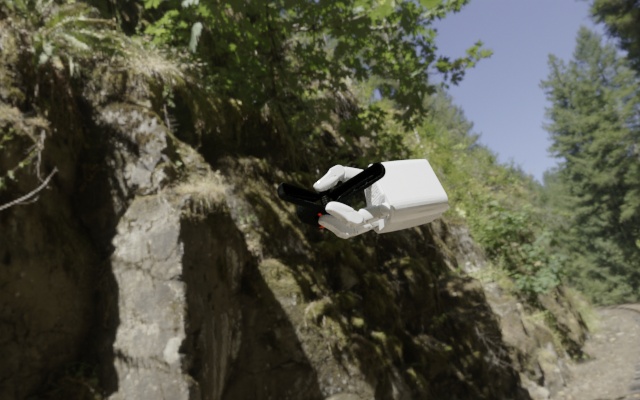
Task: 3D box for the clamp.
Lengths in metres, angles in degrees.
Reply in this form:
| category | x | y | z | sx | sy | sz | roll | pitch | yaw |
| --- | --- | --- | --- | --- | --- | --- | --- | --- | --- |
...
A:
| category | x | y | z | sx | sy | sz | roll | pitch | yaw |
| --- | --- | --- | --- | --- | --- | --- | --- | --- | --- |
| clamp | 0.000 | 0.002 | 0.777 | 0.164 | 0.036 | 0.210 | -10 | -20 | -17 |
